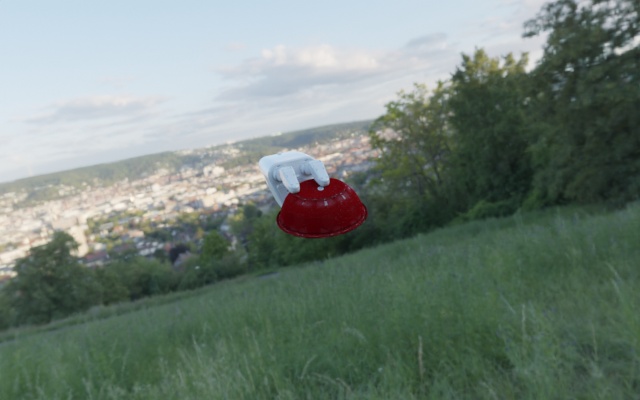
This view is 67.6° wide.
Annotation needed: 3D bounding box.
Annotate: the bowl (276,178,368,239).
[{"bbox_3d":[0.001,0.003,0.827,0.162,0.055,0.162,-4,26,2],"label":"bowl"}]
